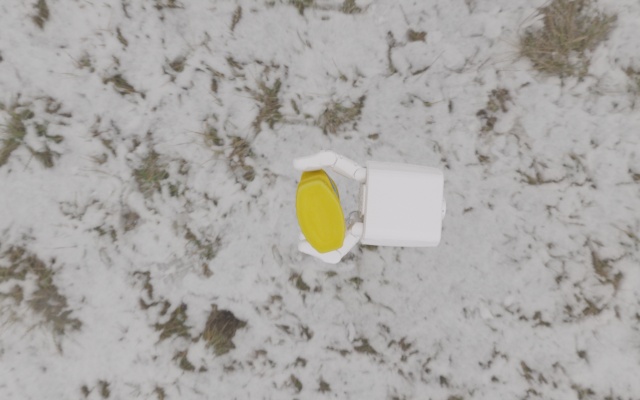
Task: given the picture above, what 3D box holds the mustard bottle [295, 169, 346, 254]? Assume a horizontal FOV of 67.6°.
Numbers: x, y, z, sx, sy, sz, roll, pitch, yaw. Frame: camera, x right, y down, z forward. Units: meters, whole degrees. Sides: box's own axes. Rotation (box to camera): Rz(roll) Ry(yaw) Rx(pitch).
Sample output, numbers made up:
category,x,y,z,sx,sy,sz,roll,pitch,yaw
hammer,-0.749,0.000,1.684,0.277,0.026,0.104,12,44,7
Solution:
category,x,y,z,sx,sy,sz,roll,pitch,yaw
mustard bottle,0.000,0.002,0.680,0.058,0.096,0.191,-19,11,4
